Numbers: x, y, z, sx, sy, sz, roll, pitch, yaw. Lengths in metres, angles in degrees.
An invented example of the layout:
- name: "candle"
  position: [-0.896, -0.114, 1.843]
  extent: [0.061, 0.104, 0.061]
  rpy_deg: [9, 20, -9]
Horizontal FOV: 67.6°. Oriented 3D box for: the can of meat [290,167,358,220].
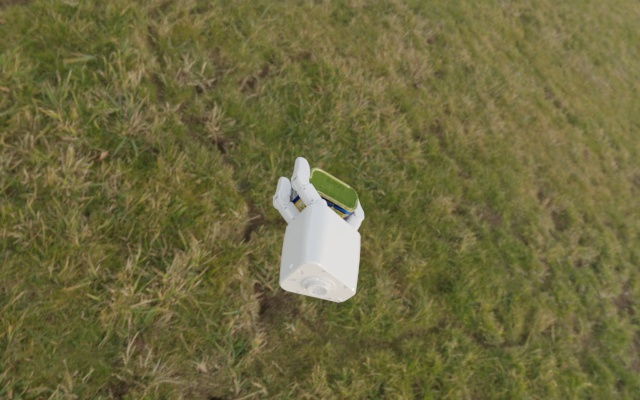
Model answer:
- name: "can of meat"
  position: [0.000, 0.002, 0.793]
  extent: [0.102, 0.057, 0.084]
  rpy_deg: [29, -45, -19]
